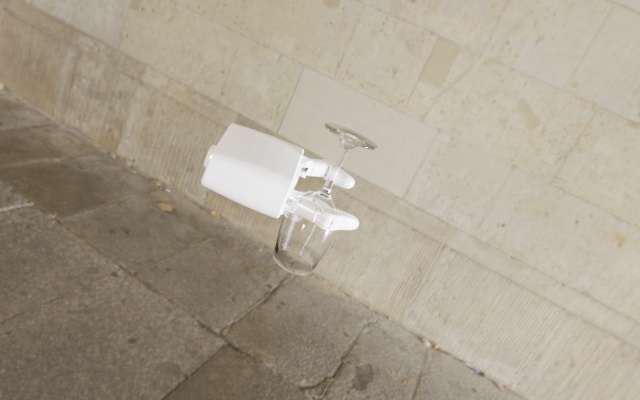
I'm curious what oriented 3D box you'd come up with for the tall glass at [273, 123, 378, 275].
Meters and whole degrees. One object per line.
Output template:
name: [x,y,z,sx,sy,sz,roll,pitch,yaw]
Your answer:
tall glass: [0.001,0.002,0.644,0.079,0.201,0.079,22,19,-8]
